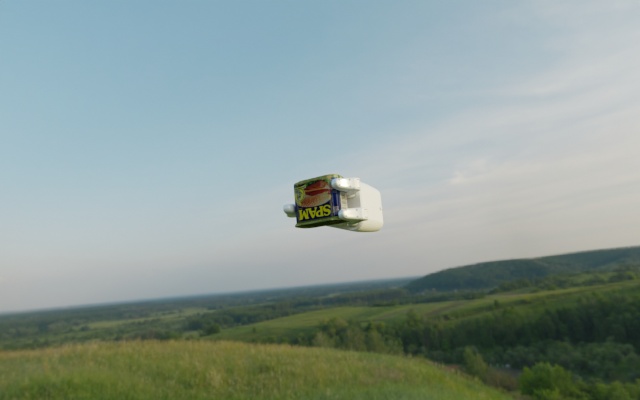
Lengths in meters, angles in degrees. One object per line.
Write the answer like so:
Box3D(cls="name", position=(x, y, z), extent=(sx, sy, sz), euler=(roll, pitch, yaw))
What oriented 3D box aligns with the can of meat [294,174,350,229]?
Box3D(cls="can of meat", position=(0.000, 0.003, 0.881), extent=(0.102, 0.084, 0.057), euler=(-11, -12, 31))
